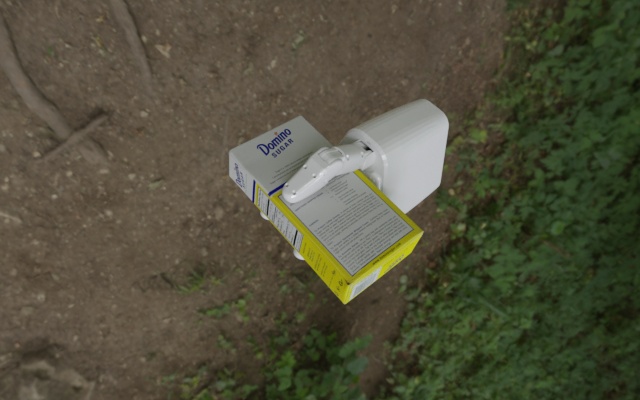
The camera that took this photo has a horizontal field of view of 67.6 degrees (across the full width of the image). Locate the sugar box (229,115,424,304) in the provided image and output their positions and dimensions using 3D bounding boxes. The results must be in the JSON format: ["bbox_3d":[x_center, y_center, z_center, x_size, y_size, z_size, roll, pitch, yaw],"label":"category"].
[{"bbox_3d":[0.000,0.002,0.455,0.093,0.176,0.048,-31,-27,-28],"label":"sugar box"}]
